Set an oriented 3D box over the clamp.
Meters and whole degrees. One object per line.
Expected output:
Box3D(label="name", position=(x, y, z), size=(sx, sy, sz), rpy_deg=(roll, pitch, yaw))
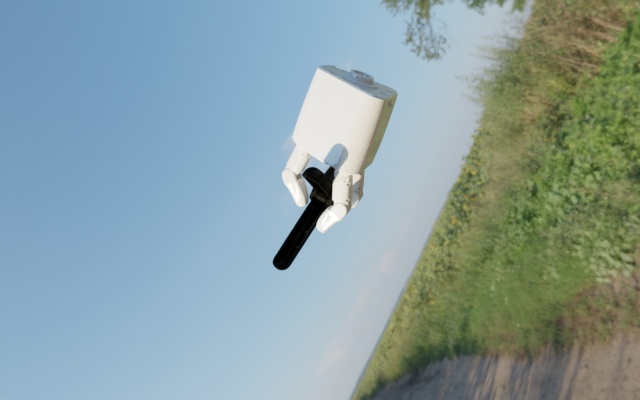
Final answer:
Box3D(label="clamp", position=(0.000, 0.002, 0.692), size=(0.036, 0.165, 0.210), rpy_deg=(30, 27, 11))
